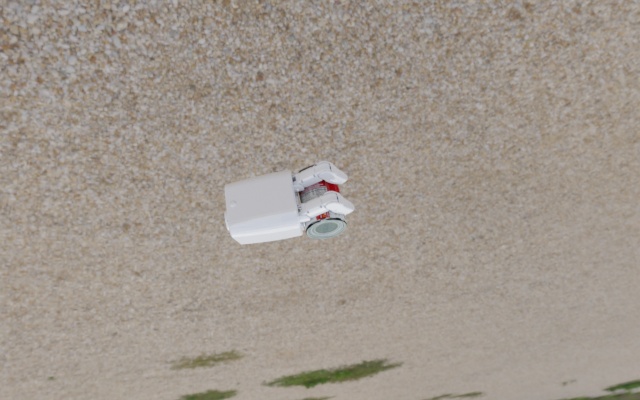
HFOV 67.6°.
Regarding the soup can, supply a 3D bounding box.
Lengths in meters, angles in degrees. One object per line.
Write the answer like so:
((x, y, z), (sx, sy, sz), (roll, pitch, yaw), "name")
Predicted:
((0.001, 0.003, 0.765), (0.068, 0.102, 0.068), (-9, -29, -5), "soup can")
